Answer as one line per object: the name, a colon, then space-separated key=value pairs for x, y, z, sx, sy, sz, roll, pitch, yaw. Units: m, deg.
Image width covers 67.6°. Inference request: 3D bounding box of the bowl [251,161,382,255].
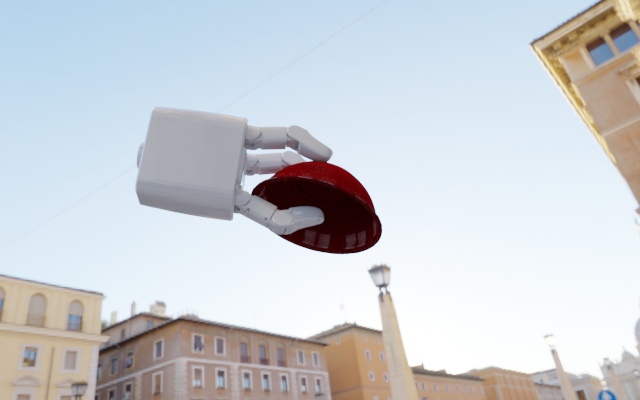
bowl: x=0.001 y=0.002 z=0.577 sx=0.162 sy=0.055 sz=0.162 roll=13 pitch=-33 yaw=8
